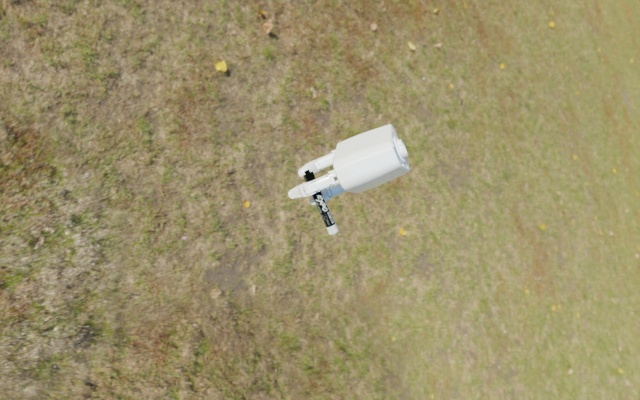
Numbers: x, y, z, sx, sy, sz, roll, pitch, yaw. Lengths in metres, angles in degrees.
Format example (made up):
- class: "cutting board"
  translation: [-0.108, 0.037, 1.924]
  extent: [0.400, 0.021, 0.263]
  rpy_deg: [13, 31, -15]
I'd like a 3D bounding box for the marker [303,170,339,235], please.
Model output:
- class: "marker"
  translation: [0.000, 0.003, 0.837]
  extent: [0.020, 0.121, 0.020]
  rpy_deg: [-23, 8, 4]
